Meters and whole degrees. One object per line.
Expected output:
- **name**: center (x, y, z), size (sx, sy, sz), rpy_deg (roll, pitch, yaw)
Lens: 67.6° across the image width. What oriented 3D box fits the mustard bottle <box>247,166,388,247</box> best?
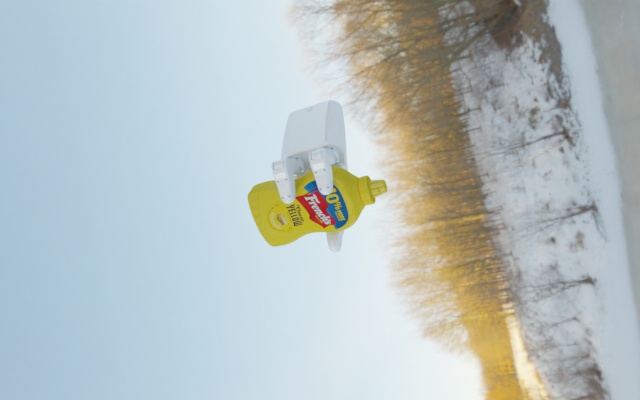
- **mustard bottle**: center (0.000, 0.002, 0.673), size (0.191, 0.096, 0.058), rpy_deg (-14, 22, 18)
